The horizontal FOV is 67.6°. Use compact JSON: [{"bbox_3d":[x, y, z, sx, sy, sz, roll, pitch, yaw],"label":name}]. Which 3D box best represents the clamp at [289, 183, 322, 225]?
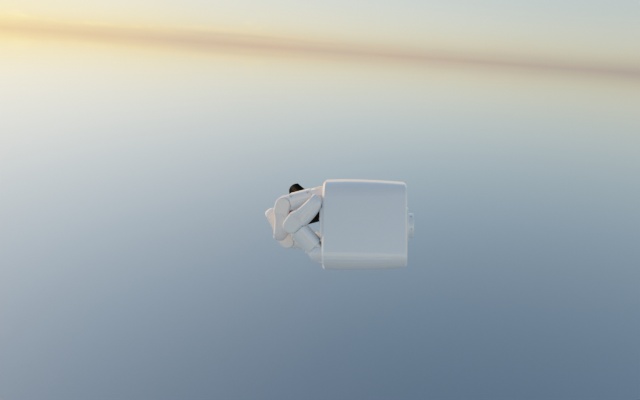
[{"bbox_3d":[0.000,0.002,0.716,0.120,0.039,0.171,-6,16,8],"label":"clamp"}]
